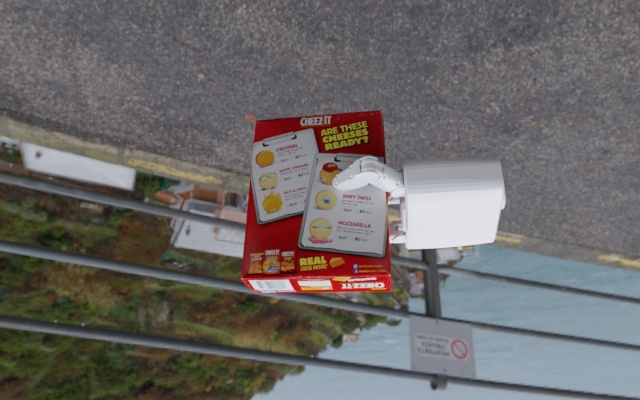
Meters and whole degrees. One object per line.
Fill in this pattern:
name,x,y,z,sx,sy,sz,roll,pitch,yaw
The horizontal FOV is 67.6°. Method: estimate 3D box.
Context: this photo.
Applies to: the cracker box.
cracker box,0.000,0.002,0.577,0.164,0.213,0.072,-3,-28,8
